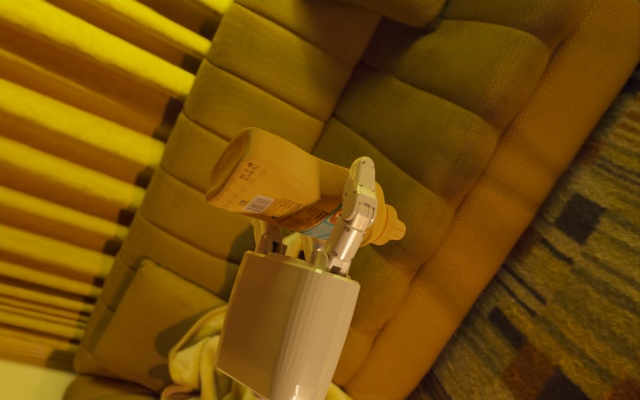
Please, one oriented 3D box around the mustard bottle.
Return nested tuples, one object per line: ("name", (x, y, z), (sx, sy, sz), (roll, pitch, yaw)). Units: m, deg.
("mustard bottle", (0.000, 0.001, 0.440), (0.192, 0.058, 0.096), (21, -34, -25))
